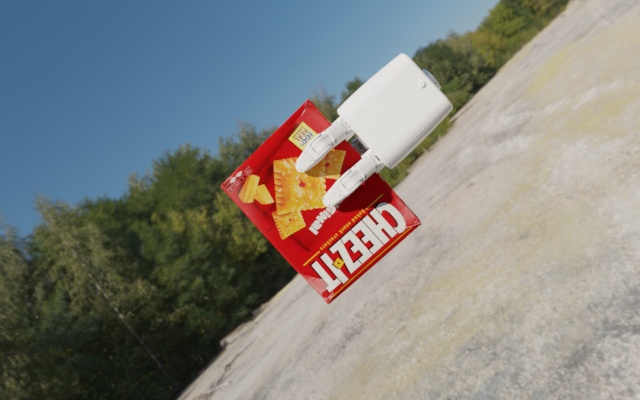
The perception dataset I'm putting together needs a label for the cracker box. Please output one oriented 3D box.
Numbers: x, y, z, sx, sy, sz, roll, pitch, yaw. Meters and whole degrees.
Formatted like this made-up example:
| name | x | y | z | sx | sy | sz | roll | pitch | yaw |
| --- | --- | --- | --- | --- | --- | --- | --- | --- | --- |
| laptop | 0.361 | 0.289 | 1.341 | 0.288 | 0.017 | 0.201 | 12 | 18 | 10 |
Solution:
| name | x | y | z | sx | sy | sz | roll | pitch | yaw |
| --- | --- | --- | --- | --- | --- | --- | --- | --- | --- |
| cracker box | 0.000 | 0.002 | 0.631 | 0.164 | 0.213 | 0.072 | -43 | -1 | 8 |
